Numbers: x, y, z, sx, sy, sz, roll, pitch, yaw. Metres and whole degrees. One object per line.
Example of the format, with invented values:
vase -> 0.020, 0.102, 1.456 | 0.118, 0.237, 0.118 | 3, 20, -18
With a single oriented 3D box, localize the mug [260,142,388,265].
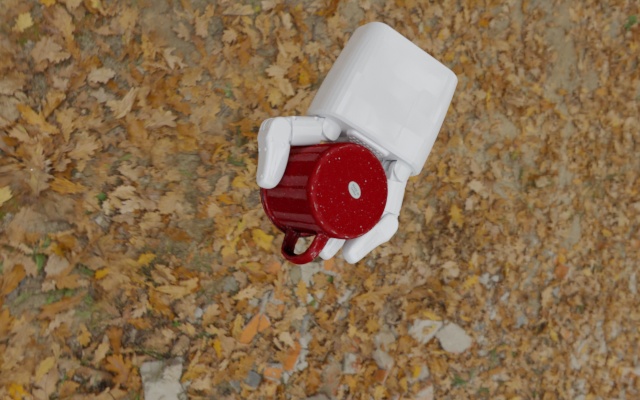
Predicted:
mug -> 0.000, 0.003, 0.421 | 0.093, 0.117, 0.081 | 33, -15, -29
